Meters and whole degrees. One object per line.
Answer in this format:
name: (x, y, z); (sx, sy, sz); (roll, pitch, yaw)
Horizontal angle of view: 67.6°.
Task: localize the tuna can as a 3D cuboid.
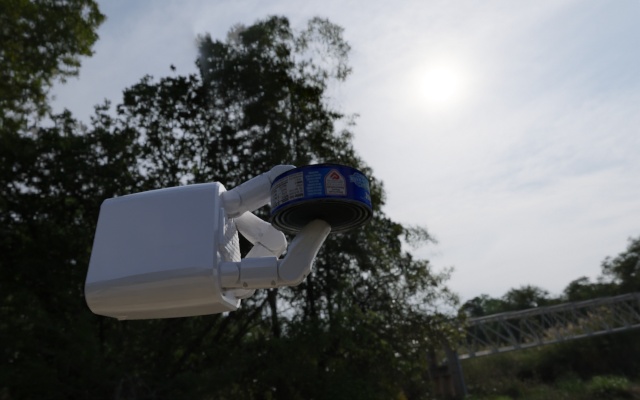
tuna can: (0.000, 0.001, 0.403); (0.086, 0.033, 0.086); (-4, -22, -1)
